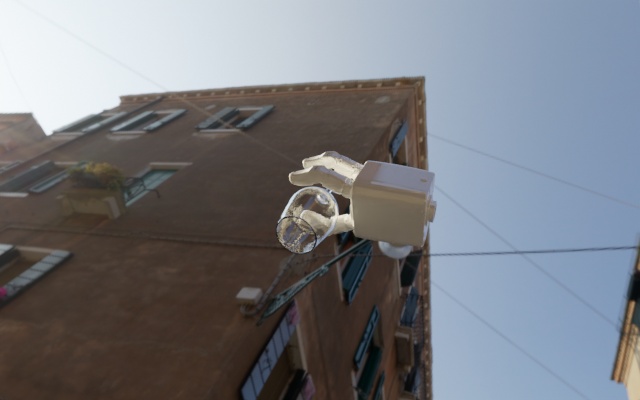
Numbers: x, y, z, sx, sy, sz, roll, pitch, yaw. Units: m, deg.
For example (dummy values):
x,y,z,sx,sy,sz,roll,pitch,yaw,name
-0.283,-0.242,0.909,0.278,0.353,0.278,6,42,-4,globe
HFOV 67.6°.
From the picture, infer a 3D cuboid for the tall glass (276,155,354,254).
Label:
x,y,z,sx,sy,sz,roll,pitch,yaw,name
0.000,0.002,0.737,0.079,0.079,0.201,0,28,23,tall glass
